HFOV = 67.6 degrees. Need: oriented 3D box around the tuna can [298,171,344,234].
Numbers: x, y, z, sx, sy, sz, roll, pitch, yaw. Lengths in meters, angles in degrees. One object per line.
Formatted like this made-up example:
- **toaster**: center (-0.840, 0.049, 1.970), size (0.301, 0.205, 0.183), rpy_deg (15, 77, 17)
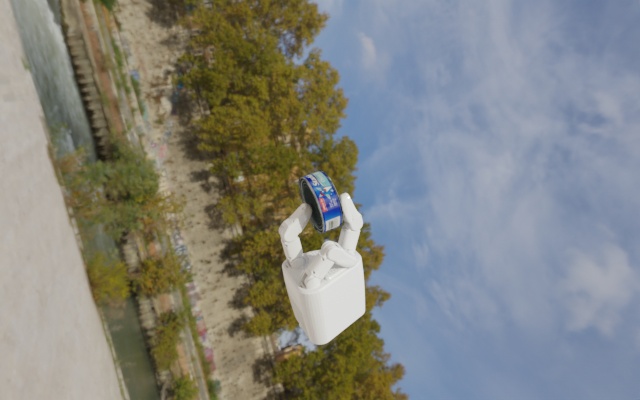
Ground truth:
- **tuna can**: center (0.001, 0.002, 0.681), size (0.034, 0.086, 0.086), rpy_deg (-20, 5, -14)
